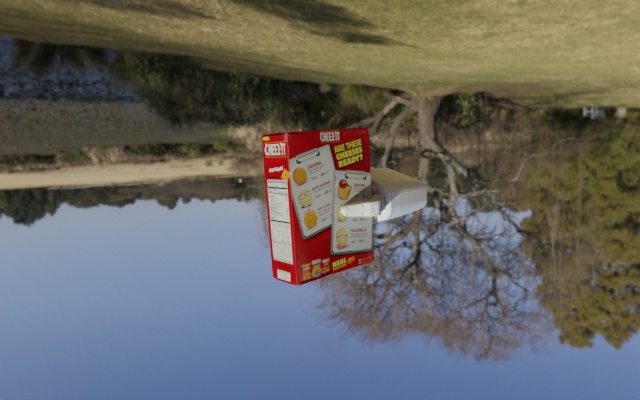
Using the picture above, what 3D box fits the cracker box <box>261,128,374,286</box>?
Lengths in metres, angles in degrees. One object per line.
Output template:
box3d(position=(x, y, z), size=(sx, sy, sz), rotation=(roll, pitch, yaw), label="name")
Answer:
box3d(position=(0.000, 0.003, 0.720), size=(0.164, 0.214, 0.072), rotation=(-10, 10, -41), label="cracker box")
